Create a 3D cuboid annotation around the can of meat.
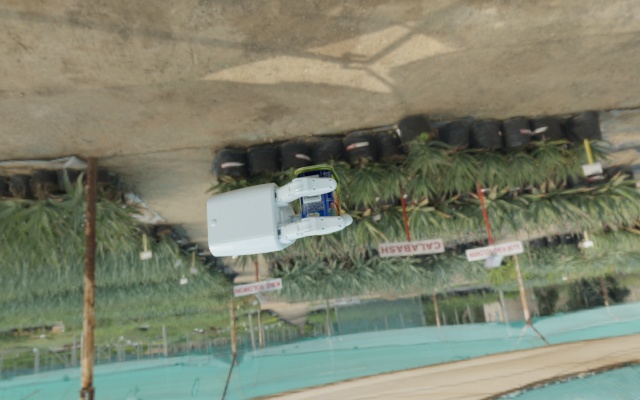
[{"bbox_3d":[0.000,0.003,0.716,0.057,0.084,0.102,-8,-15,9],"label":"can of meat"}]
